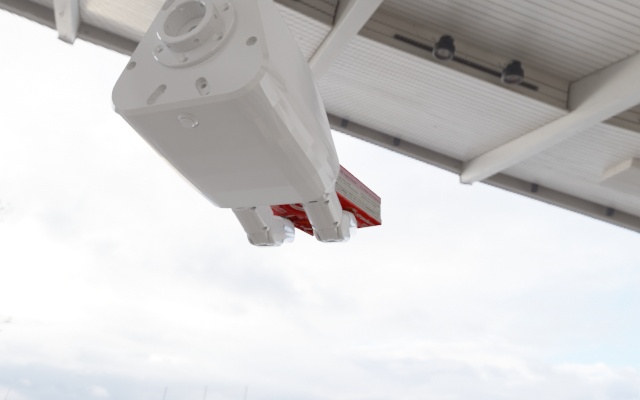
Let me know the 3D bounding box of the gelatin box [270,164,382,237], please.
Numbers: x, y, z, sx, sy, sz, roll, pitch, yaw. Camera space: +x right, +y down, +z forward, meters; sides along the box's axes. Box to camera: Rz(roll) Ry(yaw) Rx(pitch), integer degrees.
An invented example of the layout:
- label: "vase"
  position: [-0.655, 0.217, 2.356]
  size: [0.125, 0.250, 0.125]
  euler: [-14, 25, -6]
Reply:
- label: "gelatin box"
  position: [0.000, 0.001, 0.401]
  size: [0.073, 0.030, 0.089]
  euler: [-12, -26, 30]
